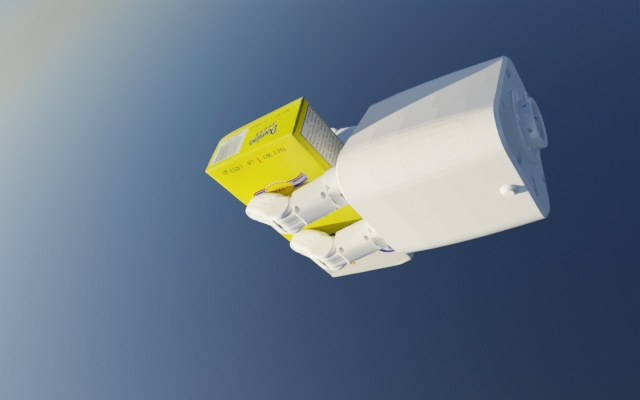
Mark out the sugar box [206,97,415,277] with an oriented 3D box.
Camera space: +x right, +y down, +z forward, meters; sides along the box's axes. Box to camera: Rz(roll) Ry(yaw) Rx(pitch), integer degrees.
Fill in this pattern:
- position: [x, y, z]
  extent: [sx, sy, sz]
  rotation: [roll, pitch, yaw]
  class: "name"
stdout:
- position: [0.000, 0.002, 0.406]
  extent: [0.093, 0.048, 0.176]
  rotation: [-18, -48, 34]
  class: "sugar box"
